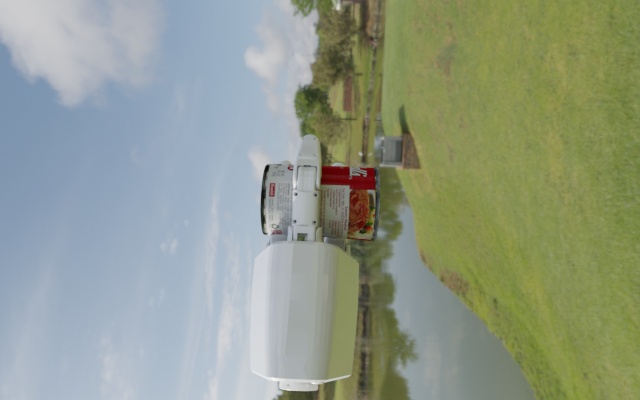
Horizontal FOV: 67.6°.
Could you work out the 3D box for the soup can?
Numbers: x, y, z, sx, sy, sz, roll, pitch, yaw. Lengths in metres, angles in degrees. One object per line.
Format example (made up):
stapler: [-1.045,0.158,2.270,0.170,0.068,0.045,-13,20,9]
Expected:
soup can: [0.000,0.001,0.438,0.102,0.068,0.068,2,0,1]
